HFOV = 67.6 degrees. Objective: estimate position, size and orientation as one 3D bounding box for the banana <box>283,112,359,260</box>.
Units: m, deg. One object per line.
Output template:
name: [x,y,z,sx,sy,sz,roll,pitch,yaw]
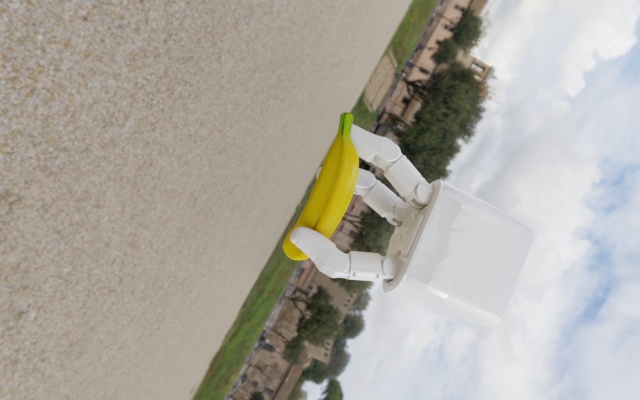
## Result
banana: [-0.001,0.012,0.471,0.037,0.198,0.069,20,42,-8]
